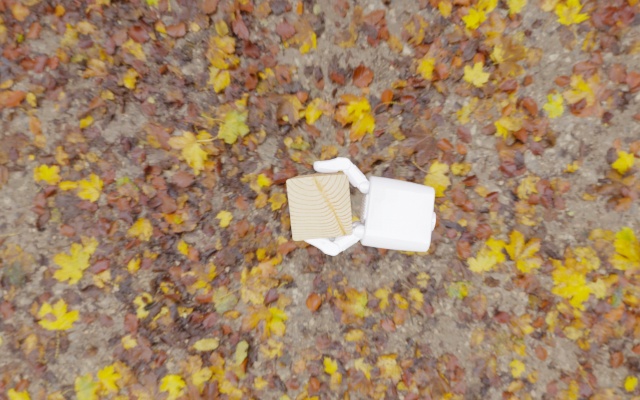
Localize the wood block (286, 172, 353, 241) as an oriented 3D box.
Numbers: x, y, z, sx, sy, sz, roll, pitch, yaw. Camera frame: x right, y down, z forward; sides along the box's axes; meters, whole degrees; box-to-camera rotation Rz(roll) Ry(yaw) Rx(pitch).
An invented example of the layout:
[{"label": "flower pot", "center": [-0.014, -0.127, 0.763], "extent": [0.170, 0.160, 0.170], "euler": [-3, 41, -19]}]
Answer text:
[{"label": "wood block", "center": [0.000, 0.002, 0.780], "extent": [0.090, 0.091, 0.206], "euler": [-5, 4, 1]}]
